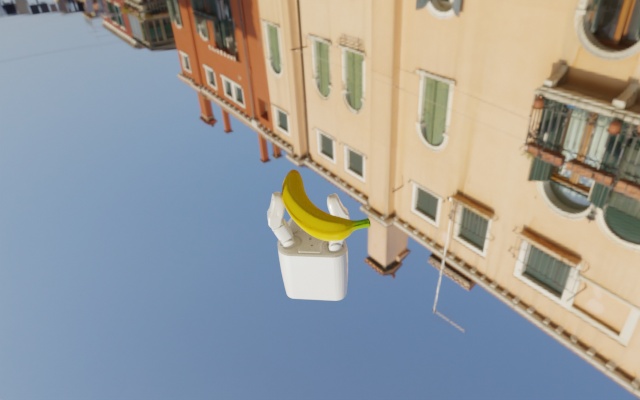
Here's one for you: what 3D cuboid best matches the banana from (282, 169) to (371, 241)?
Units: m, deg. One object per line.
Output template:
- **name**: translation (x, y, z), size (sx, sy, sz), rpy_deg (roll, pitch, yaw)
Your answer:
- **banana**: translation (-0.013, 0.010, 0.700), size (0.069, 0.037, 0.197), rpy_deg (-24, 39, -26)
